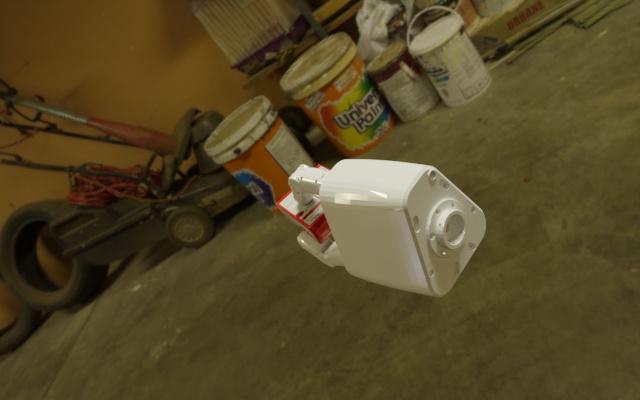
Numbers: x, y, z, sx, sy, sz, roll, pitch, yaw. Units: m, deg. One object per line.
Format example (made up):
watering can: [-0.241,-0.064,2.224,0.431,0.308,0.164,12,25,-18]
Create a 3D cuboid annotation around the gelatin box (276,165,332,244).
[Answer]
gelatin box: [0.000,0.001,0.544,0.030,0.073,0.089,53,-12,-33]
